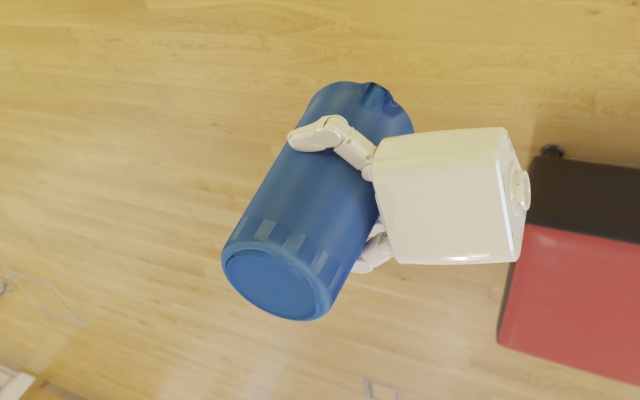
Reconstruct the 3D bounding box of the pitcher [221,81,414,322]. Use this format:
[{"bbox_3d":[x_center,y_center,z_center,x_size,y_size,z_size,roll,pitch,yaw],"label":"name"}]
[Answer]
[{"bbox_3d":[0.000,0.002,0.494,0.145,0.149,0.242,-4,40,34],"label":"pitcher"}]
